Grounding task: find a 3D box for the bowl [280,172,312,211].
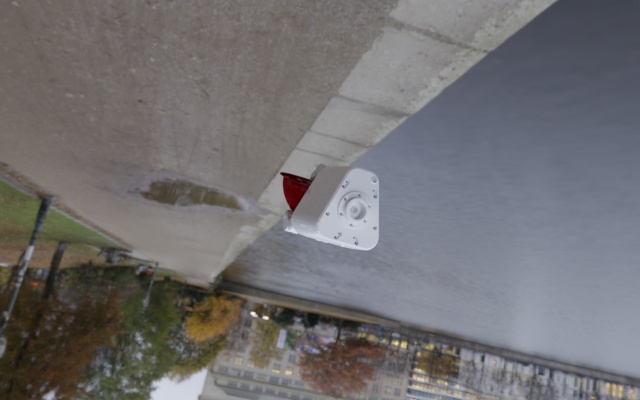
[{"bbox_3d":[0.000,0.003,0.810,0.162,0.055,0.162,19,6,-2],"label":"bowl"}]
